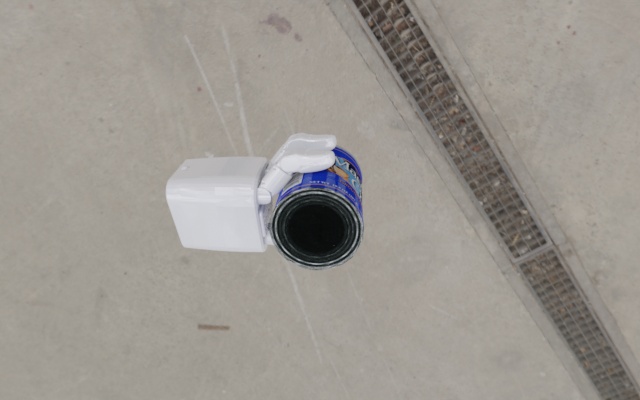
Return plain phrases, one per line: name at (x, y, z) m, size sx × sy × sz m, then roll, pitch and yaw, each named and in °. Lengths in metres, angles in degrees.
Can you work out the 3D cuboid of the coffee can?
coffee can at (0.000, 0.002, 0.575) m, size 0.103 × 0.103 × 0.140 m, roll 0°, pitch 26°, yaw 4°
